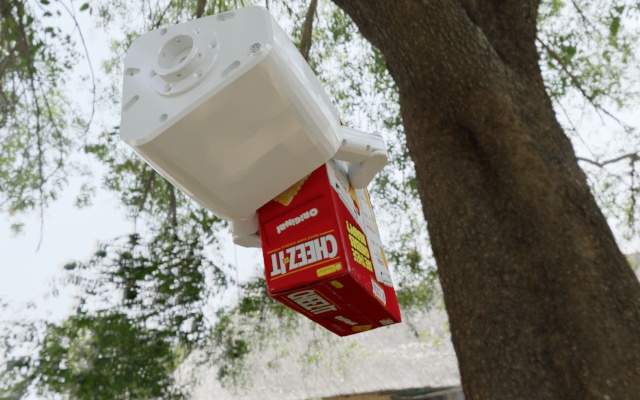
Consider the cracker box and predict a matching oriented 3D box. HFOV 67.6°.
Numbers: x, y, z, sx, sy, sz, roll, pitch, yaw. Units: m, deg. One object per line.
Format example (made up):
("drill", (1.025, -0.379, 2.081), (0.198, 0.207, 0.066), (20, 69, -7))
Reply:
("cracker box", (0.000, 0.001, 0.441), (0.072, 0.213, 0.164), (-19, -31, 14))
